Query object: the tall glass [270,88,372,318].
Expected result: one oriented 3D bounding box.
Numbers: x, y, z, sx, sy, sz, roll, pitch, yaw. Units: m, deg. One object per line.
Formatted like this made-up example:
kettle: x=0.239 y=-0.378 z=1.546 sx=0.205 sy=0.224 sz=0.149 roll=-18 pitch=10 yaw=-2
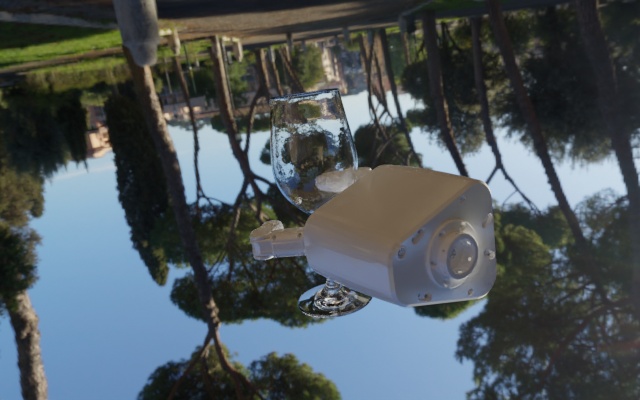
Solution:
tall glass: x=0.000 y=0.002 z=0.443 sx=0.079 sy=0.201 sz=0.079 roll=-8 pitch=14 yaw=2
